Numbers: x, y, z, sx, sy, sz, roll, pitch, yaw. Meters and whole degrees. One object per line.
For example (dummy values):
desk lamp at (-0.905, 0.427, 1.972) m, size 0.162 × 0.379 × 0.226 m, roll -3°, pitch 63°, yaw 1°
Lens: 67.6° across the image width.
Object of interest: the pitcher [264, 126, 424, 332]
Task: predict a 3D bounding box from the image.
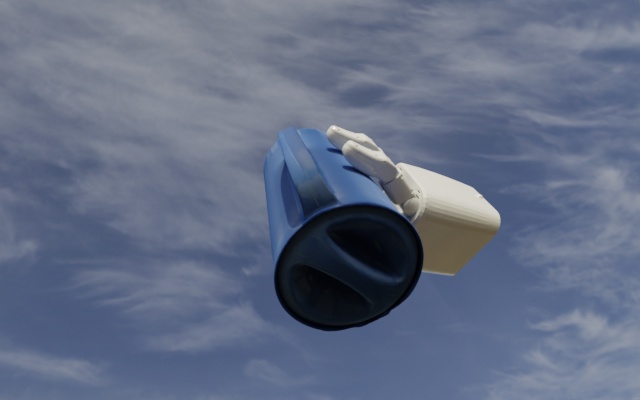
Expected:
pitcher at (0.000, 0.002, 0.504) m, size 0.145 × 0.149 × 0.242 m, roll 14°, pitch 23°, yaw -20°
